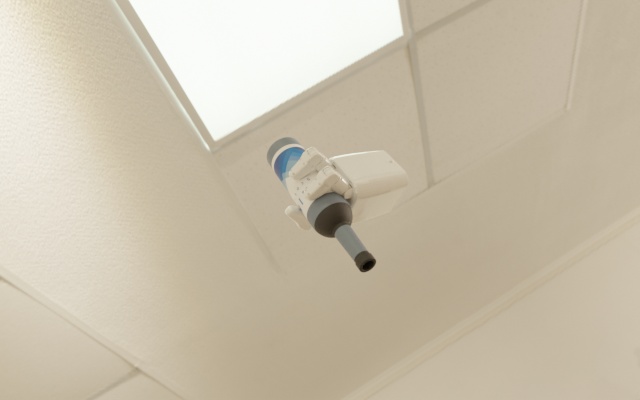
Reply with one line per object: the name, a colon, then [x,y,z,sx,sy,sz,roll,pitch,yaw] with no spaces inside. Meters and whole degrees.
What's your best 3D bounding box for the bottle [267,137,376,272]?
bottle: [0.000,0.002,0.760,0.069,0.069,0.295,0,37,-34]
